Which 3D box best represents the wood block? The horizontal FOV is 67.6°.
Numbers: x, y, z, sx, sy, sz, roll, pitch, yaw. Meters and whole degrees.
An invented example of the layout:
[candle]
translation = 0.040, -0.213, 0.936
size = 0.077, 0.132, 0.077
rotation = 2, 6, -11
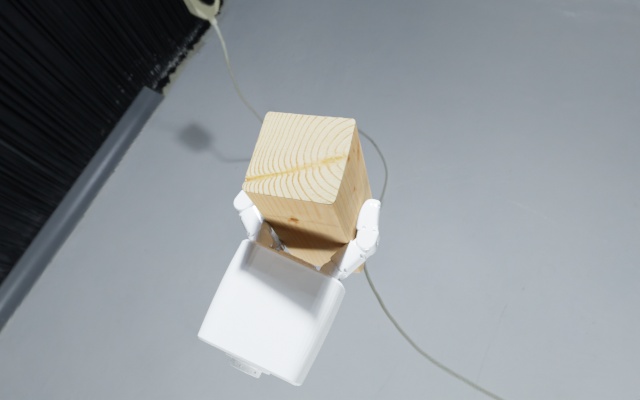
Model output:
[wood block]
translation = 0.000, 0.002, 0.525
size = 0.091, 0.090, 0.206
rotation = 8, -23, 15
